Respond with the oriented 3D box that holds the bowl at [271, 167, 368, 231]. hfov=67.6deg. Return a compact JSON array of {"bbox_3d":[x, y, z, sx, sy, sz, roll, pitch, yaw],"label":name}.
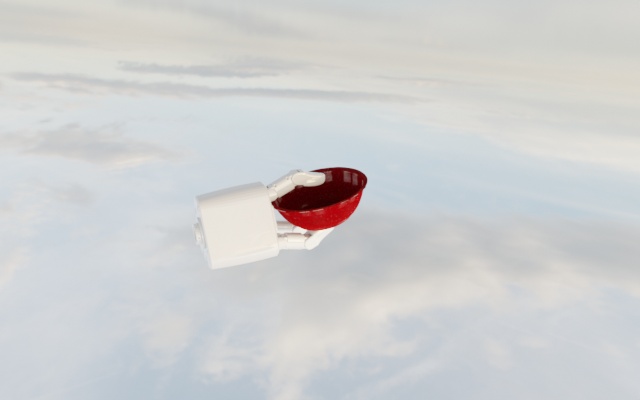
[{"bbox_3d":[0.002,0.003,0.768,0.162,0.055,0.162,-11,25,5],"label":"bowl"}]
